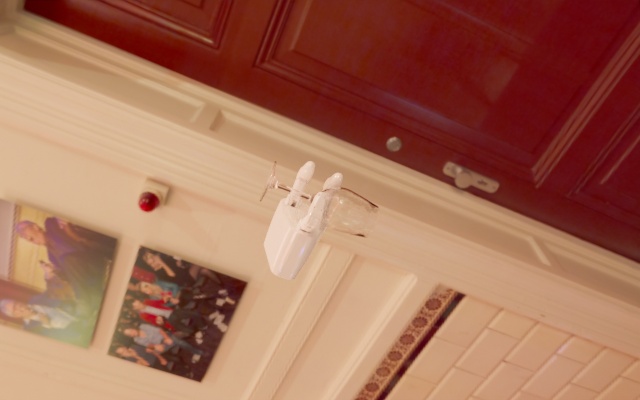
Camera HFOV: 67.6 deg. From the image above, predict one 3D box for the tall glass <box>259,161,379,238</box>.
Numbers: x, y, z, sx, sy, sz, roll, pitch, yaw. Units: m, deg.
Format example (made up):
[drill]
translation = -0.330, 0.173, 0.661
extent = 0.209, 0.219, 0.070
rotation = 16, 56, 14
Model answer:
[tall glass]
translation = 0.000, 0.002, 0.835
extent = 0.201, 0.079, 0.079
rotation = 21, -4, -10
